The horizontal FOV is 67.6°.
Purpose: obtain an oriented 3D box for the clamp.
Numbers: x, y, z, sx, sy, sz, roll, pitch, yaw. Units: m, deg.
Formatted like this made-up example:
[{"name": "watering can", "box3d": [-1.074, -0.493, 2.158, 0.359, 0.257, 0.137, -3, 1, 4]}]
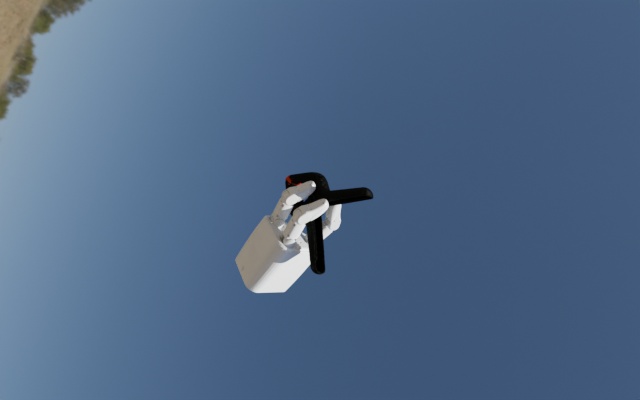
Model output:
[{"name": "clamp", "box3d": [0.000, 0.003, 0.831, 0.036, 0.164, 0.210, 23, 22, -40]}]
